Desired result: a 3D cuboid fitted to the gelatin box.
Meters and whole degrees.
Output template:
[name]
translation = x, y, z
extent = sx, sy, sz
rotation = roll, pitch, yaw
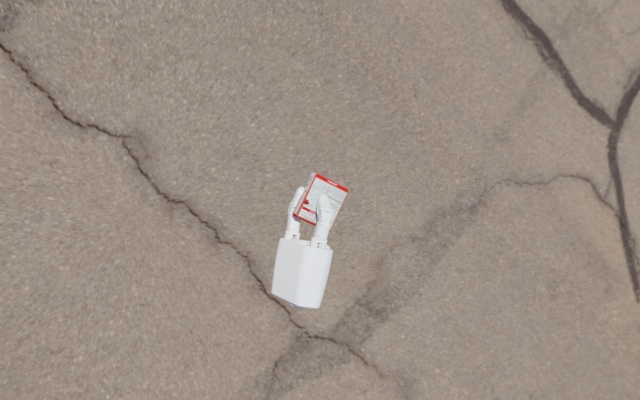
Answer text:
[gelatin box]
translation = 0.000, 0.003, 0.879
extent = 0.073, 0.089, 0.030
rotation = 26, -2, -20
